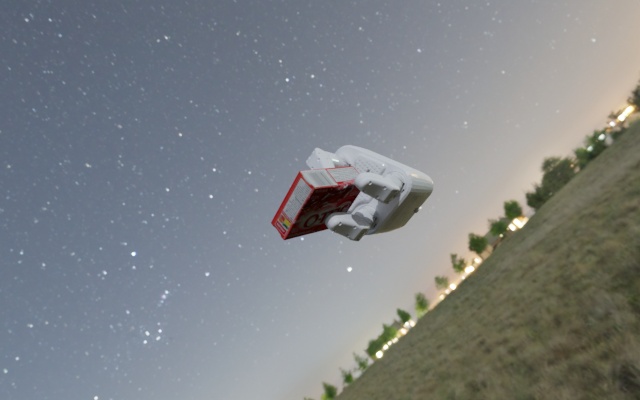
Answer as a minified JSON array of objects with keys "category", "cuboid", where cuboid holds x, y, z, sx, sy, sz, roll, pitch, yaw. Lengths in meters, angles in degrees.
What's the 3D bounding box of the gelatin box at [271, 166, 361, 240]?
[{"category":"gelatin box","cuboid":[0.000,0.001,0.509,0.089,0.073,0.030,-9,50,-48]}]
